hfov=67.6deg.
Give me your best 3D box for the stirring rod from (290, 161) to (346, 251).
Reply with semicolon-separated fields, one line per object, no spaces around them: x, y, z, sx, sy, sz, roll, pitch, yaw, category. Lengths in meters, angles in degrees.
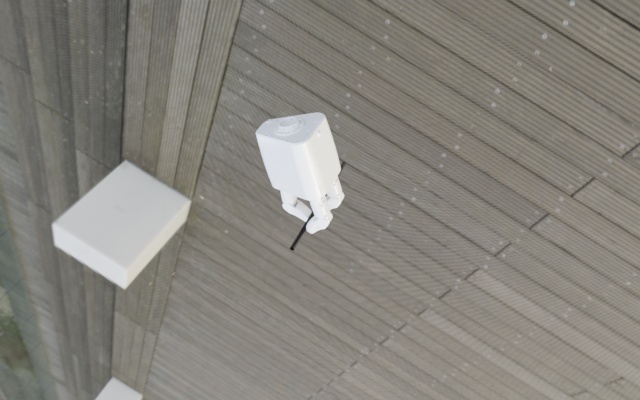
0.000;0.003;0.866;0.011;0.011;0.239;0;40;31;stirring rod
